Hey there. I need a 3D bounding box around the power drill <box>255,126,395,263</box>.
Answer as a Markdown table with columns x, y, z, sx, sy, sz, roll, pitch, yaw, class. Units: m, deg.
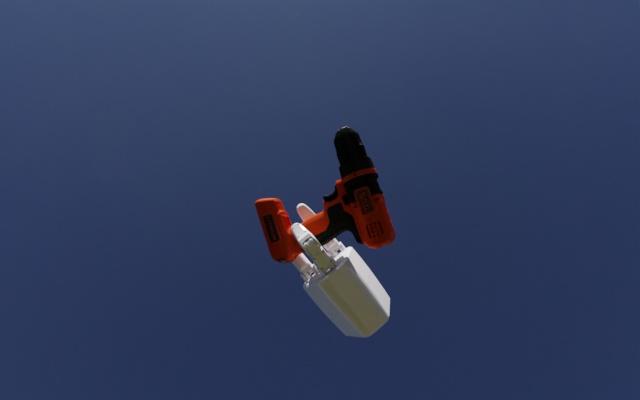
| x | y | z | sx | sy | sz | roll | pitch | yaw | class |
| --- | --- | --- | --- | --- | --- | --- | --- | --- | --- |
| 0.000 | 0.003 | 0.710 | 0.187 | 0.184 | 0.057 | -21 | -13 | 16 | power drill |
